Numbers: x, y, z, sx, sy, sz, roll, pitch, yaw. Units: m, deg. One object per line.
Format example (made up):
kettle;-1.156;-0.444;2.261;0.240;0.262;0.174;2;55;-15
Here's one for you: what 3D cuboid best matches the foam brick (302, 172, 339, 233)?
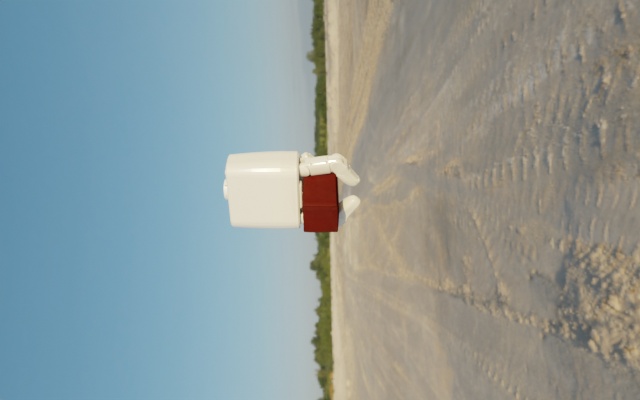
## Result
foam brick;0.000;0.002;0.696;0.051;0.053;0.078;0;41;0
